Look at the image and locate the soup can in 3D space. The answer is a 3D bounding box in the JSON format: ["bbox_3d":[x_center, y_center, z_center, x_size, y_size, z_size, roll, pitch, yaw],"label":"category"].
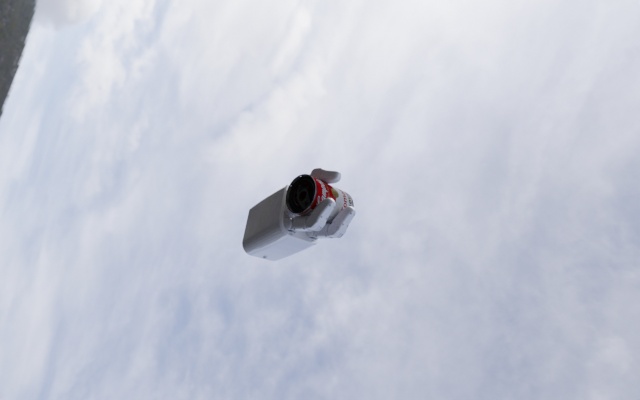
[{"bbox_3d":[0.001,0.002,0.813,0.068,0.068,0.102,0,-16,43],"label":"soup can"}]
